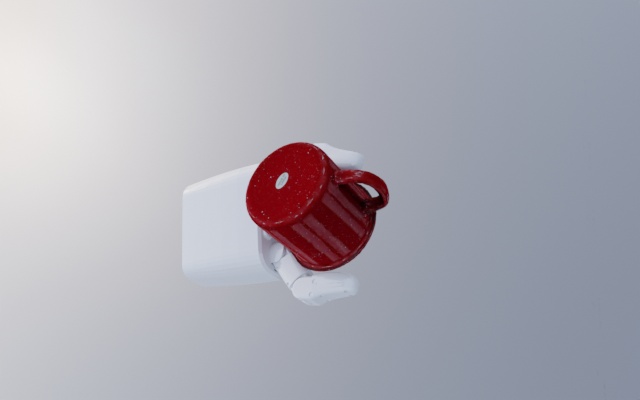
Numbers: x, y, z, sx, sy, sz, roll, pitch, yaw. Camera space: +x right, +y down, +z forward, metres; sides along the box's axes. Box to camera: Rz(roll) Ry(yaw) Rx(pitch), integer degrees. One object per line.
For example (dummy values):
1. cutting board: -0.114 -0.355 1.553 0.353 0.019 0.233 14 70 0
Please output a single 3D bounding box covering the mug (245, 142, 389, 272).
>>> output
1. mug: 0.001 0.001 0.406 0.117 0.093 0.081 -12 -34 27
